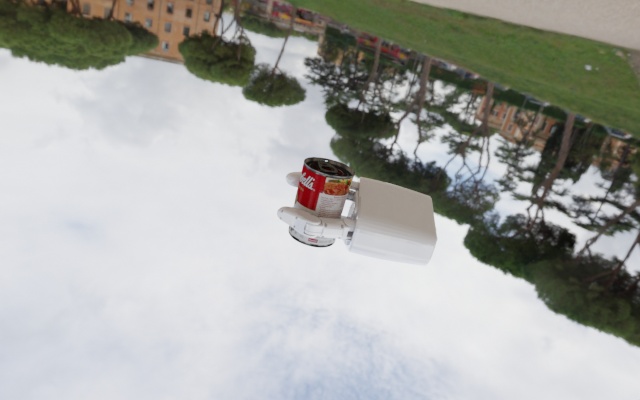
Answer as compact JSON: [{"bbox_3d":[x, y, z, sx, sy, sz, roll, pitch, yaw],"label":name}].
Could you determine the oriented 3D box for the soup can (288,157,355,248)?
[{"bbox_3d":[0.000,0.002,0.629,0.068,0.102,0.068,13,22,-5],"label":"soup can"}]
